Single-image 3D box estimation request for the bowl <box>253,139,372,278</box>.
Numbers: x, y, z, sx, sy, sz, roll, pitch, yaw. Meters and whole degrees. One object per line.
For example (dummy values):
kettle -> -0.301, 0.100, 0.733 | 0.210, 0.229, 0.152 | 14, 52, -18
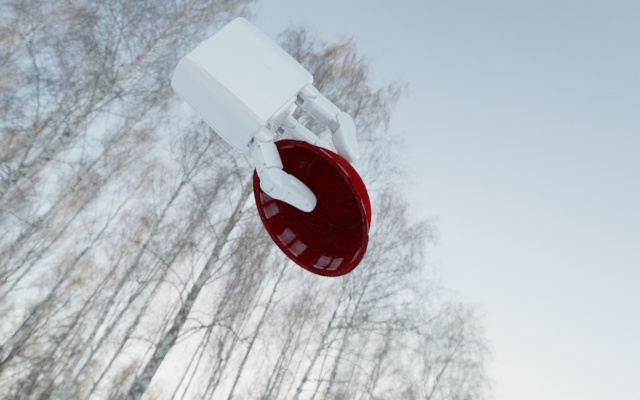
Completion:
bowl -> 0.001, 0.003, 0.529 | 0.162, 0.162, 0.055 | 0, 23, 43
